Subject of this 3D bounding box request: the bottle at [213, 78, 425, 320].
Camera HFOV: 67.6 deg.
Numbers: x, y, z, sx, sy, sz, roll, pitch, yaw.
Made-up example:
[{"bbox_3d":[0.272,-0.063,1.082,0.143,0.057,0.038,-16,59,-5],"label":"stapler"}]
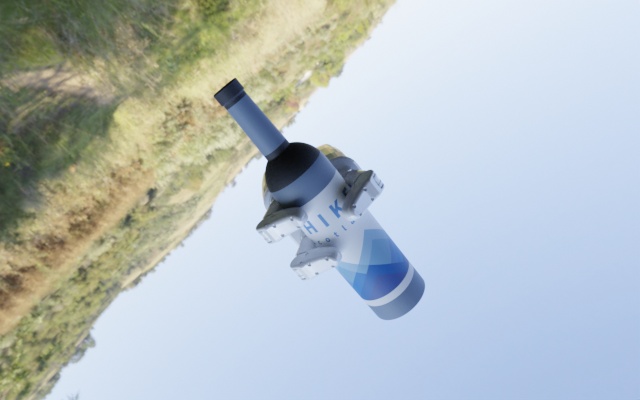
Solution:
[{"bbox_3d":[0.000,0.002,0.489,0.069,0.296,0.069,-35,20,14],"label":"bottle"}]
